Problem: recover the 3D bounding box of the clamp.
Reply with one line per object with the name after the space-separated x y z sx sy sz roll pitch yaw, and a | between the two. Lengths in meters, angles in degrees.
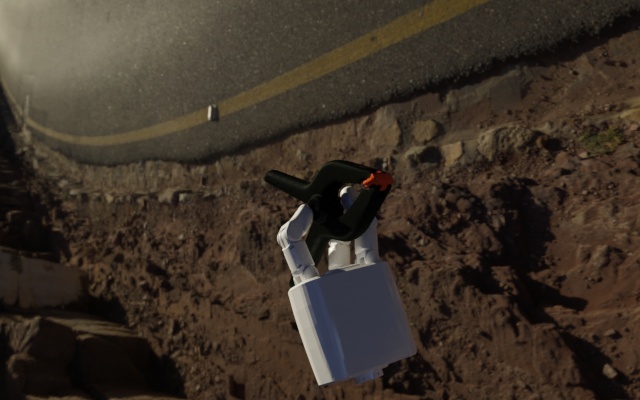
0.000 0.002 0.574 0.036 0.164 0.210 -6 -21 -40 | clamp
